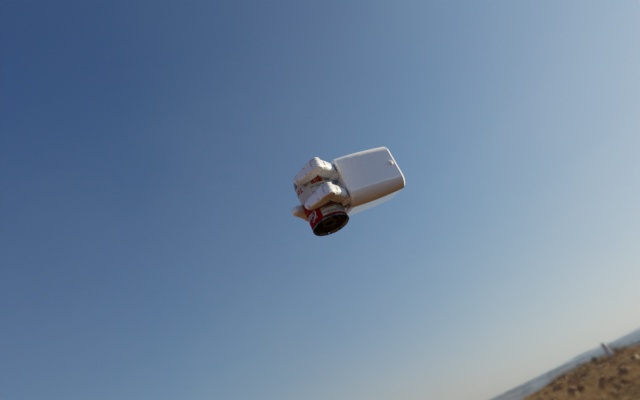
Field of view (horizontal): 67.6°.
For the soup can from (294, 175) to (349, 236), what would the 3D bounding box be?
[{"bbox_3d":[0.000,0.003,0.850,0.068,0.102,0.068,-19,-28,-11],"label":"soup can"}]
